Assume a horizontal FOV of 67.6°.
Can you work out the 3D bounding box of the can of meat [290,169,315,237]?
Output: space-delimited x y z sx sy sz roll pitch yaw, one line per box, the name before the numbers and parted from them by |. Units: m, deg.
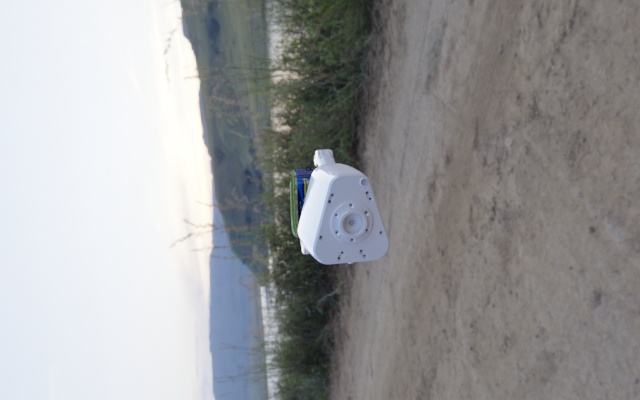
can of meat | 0.000 0.002 0.697 0.084 0.102 0.057 -4 12 -10
